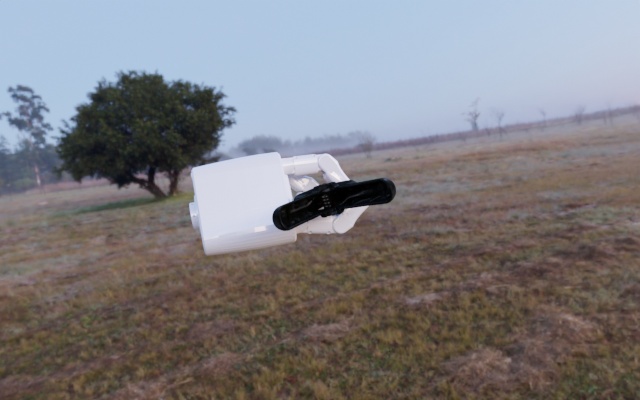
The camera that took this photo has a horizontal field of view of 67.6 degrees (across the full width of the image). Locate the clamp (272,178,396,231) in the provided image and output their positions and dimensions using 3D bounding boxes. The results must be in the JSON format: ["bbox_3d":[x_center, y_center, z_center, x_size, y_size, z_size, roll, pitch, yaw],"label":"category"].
[{"bbox_3d":[0.000,0.001,0.519,0.120,0.039,0.171,-10,1,-11],"label":"clamp"}]
